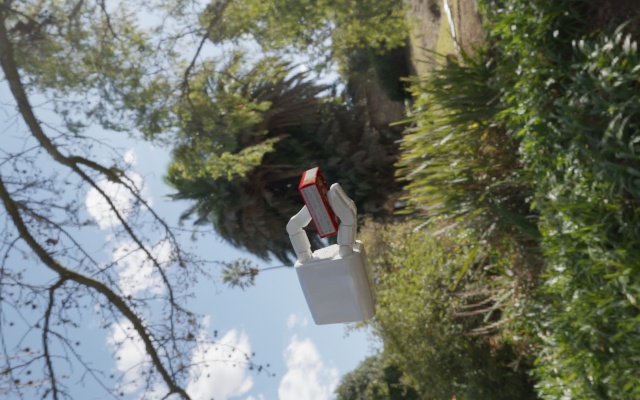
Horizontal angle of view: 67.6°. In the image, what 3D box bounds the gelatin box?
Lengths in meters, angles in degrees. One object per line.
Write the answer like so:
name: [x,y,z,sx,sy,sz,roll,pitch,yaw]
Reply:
gelatin box: [0.000,0.002,0.726,0.030,0.089,0.073,-20,19,12]
